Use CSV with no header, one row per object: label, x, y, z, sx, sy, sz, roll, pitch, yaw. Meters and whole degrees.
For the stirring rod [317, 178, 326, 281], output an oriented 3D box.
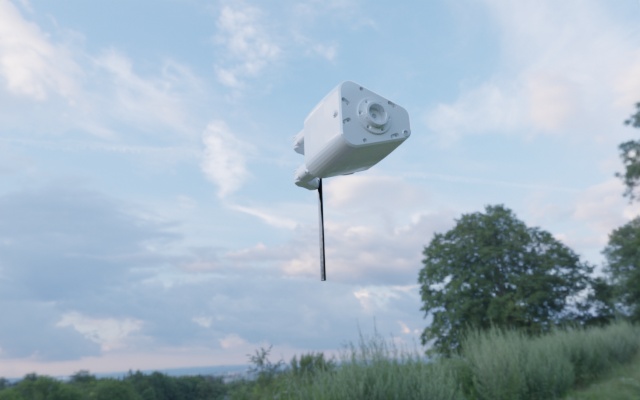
stirring rod,0.000,0.002,0.732,0.011,0.239,0.011,-2,-18,-1
